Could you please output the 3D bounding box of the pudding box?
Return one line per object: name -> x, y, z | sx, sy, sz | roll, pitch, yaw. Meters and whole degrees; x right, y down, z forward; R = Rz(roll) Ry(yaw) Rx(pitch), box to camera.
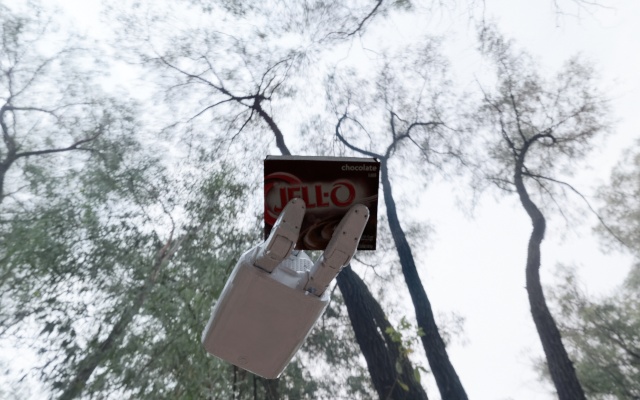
pudding box -> 0.000, 0.002, 0.471 | 0.113, 0.090, 0.039 | 0, 16, -3
